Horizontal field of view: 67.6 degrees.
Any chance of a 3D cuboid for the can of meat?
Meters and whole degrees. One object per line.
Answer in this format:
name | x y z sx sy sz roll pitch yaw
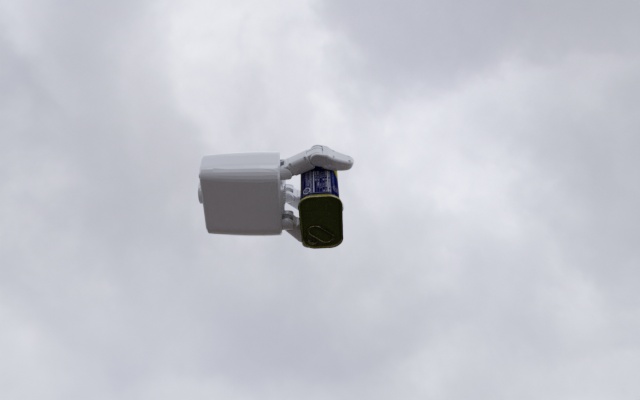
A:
can of meat | 0.000 0.002 0.657 0.057 0.102 0.083 -3 45 1
